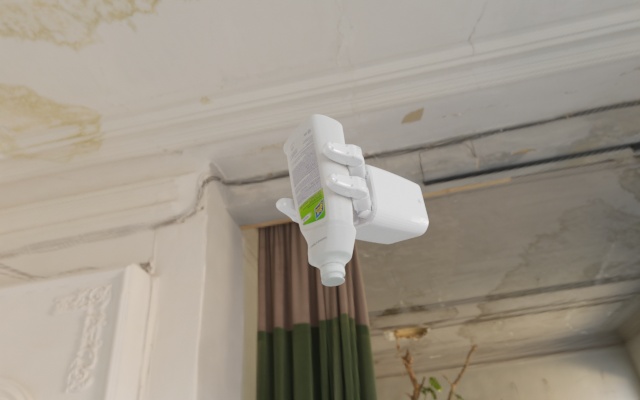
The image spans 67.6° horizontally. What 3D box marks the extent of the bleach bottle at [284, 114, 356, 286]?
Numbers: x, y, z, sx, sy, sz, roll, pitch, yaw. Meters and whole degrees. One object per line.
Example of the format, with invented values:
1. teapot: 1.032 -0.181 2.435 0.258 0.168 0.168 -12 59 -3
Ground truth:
1. bleach bottle: 0.000 0.002 0.673 0.068 0.250 0.103 16 -39 -30
